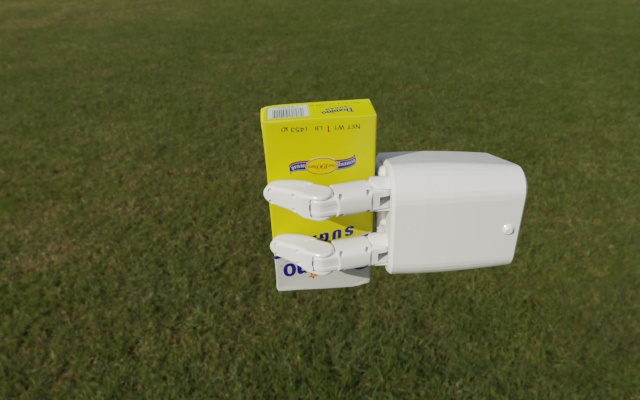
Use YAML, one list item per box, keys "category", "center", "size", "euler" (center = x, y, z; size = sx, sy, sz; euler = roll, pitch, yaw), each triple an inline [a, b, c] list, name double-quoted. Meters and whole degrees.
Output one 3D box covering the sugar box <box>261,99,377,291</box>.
- category: "sugar box"
  center: [0.000, 0.002, 0.429]
  size: [0.093, 0.176, 0.048]
  euler: [-4, 30, -2]
